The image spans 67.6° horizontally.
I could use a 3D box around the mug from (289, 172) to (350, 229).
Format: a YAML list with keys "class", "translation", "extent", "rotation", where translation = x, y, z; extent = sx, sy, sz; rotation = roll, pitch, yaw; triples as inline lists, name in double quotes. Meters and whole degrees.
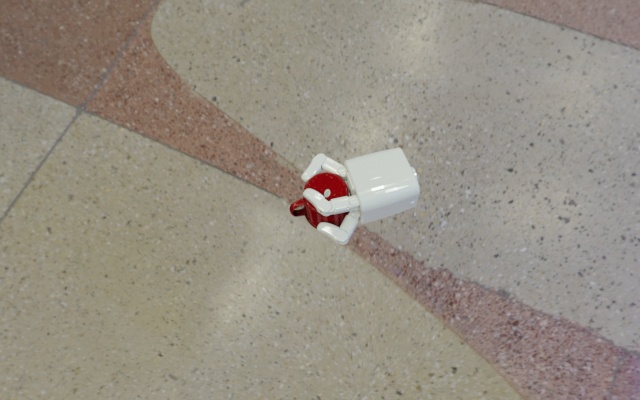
- class: "mug"
  translation: [-0.001, 0.003, 0.874]
  extent: [0.117, 0.093, 0.081]
  rotation: [-12, -22, -1]
